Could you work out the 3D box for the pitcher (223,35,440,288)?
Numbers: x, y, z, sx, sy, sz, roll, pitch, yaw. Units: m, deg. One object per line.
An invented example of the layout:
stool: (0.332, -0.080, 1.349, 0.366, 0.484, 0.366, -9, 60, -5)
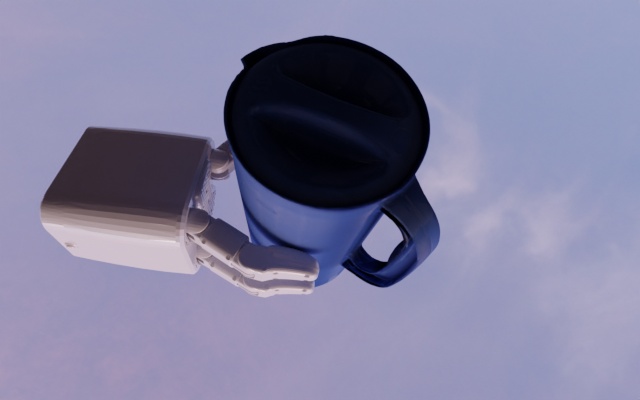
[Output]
pitcher: (0.000, 0.001, 0.403, 0.145, 0.149, 0.243, 4, -26, -4)
